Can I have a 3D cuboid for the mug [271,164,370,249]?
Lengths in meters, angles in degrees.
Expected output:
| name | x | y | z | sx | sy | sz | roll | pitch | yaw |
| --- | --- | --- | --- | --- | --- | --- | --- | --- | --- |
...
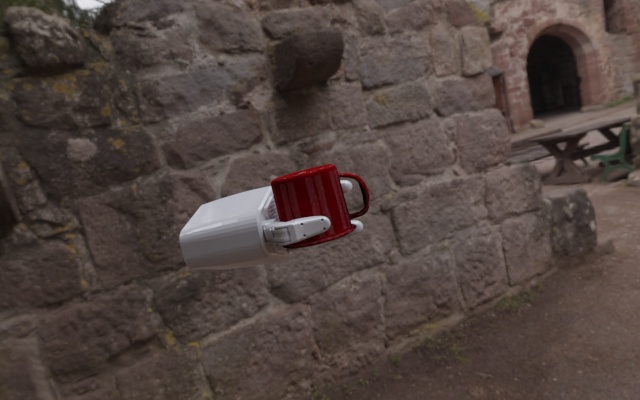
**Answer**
| name | x | y | z | sx | sy | sz | roll | pitch | yaw |
| --- | --- | --- | --- | --- | --- | --- | --- | --- | --- |
| mug | 0.001 | 0.001 | 0.568 | 0.117 | 0.081 | 0.093 | -13 | 6 | 11 |
